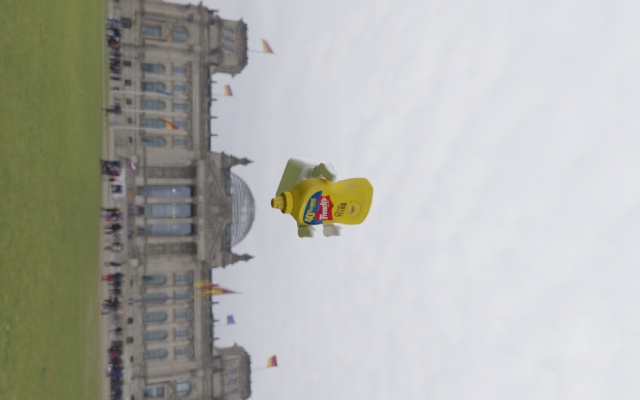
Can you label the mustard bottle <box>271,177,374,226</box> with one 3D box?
[{"bbox_3d":[0.001,0.003,0.897,0.191,0.096,0.058,-1,38,-23],"label":"mustard bottle"}]
